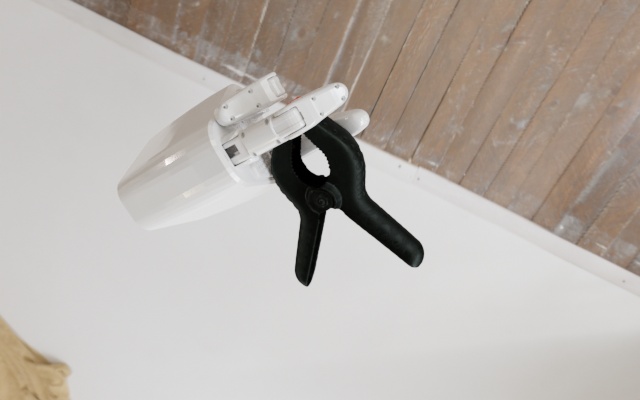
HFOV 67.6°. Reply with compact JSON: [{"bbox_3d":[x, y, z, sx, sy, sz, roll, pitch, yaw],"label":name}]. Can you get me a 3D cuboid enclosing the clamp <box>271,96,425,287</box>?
[{"bbox_3d":[0.000,0.001,0.405,0.120,0.171,0.039,-25,13,21],"label":"clamp"}]
